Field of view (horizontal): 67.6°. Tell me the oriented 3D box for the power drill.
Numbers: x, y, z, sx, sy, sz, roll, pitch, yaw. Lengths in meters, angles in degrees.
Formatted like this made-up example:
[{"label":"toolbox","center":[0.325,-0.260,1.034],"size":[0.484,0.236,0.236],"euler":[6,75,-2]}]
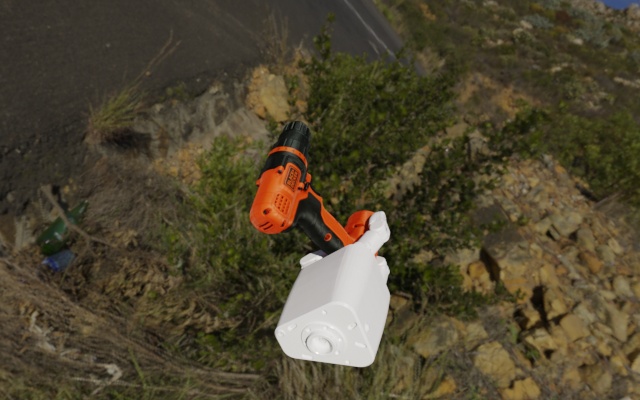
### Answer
[{"label":"power drill","center":[0.000,0.003,0.635],"size":[0.188,0.184,0.057],"euler":[38,-45,-25]}]
